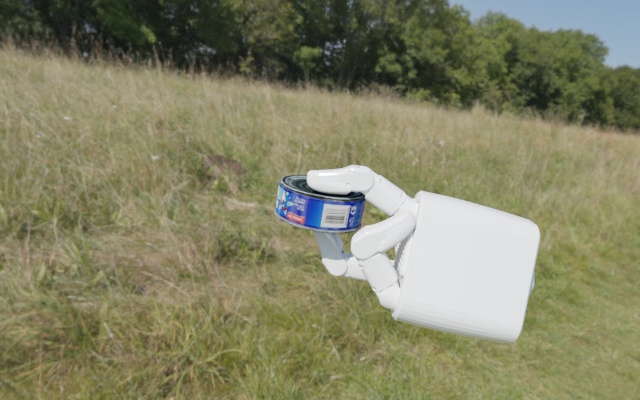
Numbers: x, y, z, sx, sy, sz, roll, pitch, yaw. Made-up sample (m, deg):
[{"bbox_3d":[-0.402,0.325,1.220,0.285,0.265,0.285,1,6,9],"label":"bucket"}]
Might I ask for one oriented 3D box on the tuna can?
[{"bbox_3d":[0.000,0.001,0.461,0.086,0.034,0.086,9,15,-2],"label":"tuna can"}]
